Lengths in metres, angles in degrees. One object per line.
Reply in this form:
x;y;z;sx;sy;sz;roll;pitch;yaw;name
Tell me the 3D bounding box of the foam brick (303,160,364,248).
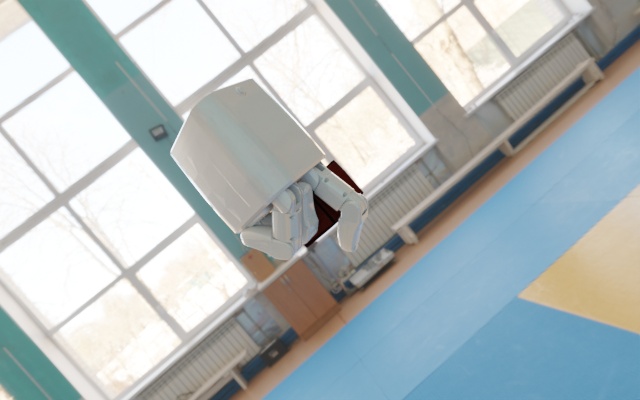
0.000;0.002;0.506;0.053;0.051;0.078;-42;0;36;foam brick
